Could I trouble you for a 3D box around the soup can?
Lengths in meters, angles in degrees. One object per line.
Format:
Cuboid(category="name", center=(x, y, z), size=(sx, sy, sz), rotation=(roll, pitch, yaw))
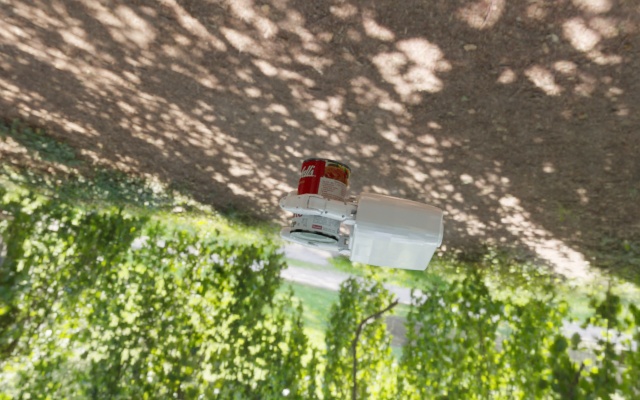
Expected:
Cuboid(category="soup can", center=(0.000, 0.002, 0.642), size=(0.068, 0.102, 0.068), rotation=(10, -14, 2))
